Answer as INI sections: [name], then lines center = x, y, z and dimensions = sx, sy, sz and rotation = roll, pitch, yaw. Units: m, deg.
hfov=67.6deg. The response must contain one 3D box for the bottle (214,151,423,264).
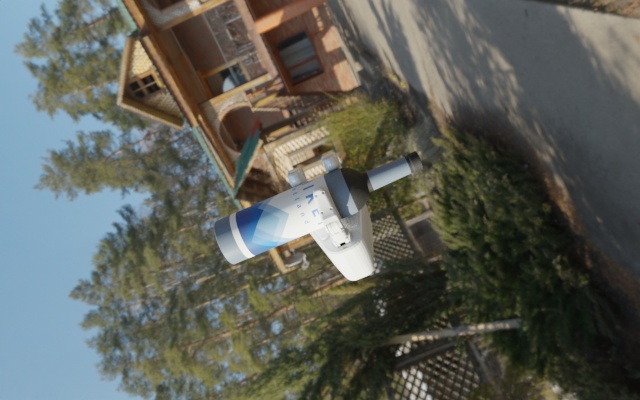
[bottle]
center = 0.000, 0.002, 0.663
dimensions = 0.296, 0.069, 0.069
rotation = -23, -2, 5
